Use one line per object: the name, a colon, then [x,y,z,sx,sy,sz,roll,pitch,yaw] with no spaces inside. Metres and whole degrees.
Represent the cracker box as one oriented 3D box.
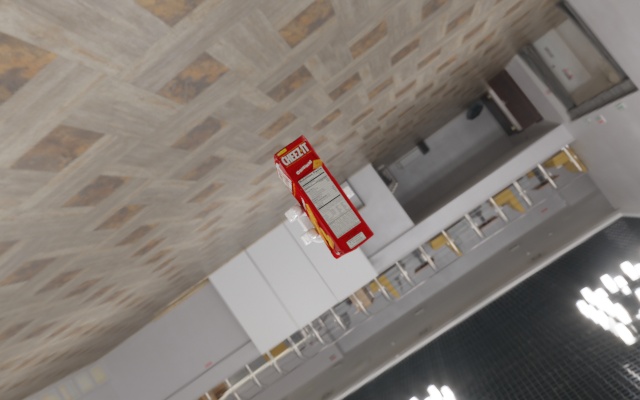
cracker box: [0.000,0.003,0.883,0.072,0.213,0.164,-35,-6,-7]
